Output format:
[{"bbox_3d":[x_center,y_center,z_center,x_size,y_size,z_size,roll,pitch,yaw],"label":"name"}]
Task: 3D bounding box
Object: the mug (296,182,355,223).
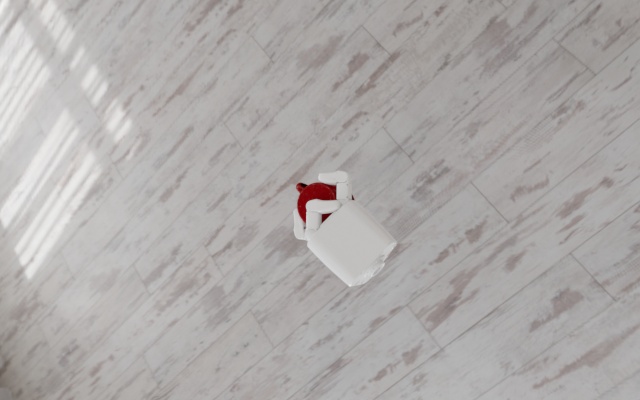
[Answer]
[{"bbox_3d":[-0.001,0.002,0.895,0.117,0.093,0.081,42,12,22],"label":"mug"}]
